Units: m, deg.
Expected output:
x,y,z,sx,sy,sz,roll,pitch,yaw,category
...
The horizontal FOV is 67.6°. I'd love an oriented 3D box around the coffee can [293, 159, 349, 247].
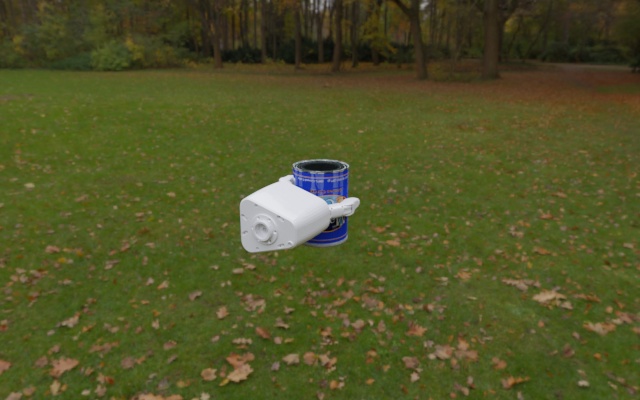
x,y,z,sx,sy,sz,roll,pitch,yaw,category
0.000,0.003,0.883,0.103,0.140,0.102,0,17,0,coffee can
